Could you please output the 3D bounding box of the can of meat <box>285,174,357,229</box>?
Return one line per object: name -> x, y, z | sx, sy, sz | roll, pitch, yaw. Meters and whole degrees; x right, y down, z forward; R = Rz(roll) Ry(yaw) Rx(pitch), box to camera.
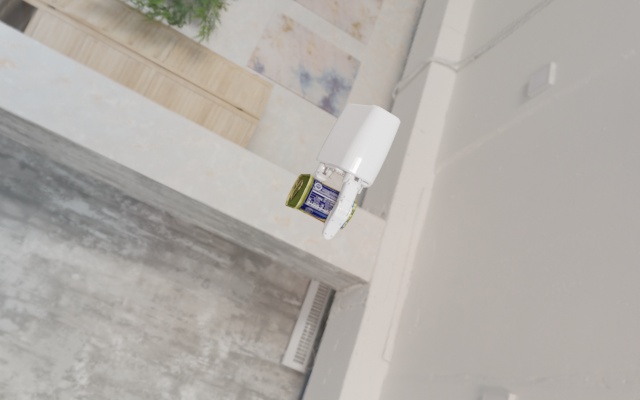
can of meat -> 0.000, 0.003, 0.743 | 0.084, 0.057, 0.102 | 27, -4, -14
